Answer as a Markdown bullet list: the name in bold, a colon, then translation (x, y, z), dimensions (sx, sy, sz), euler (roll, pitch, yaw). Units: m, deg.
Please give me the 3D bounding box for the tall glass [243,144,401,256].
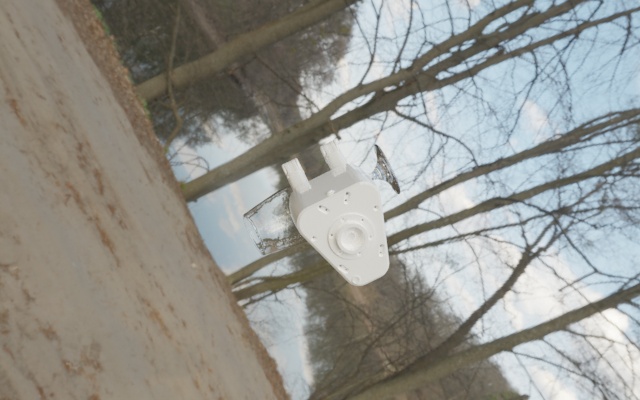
- **tall glass**: translation (0.001, 0.002, 0.636), dimensions (0.201, 0.079, 0.079), euler (-26, 0, 0)
